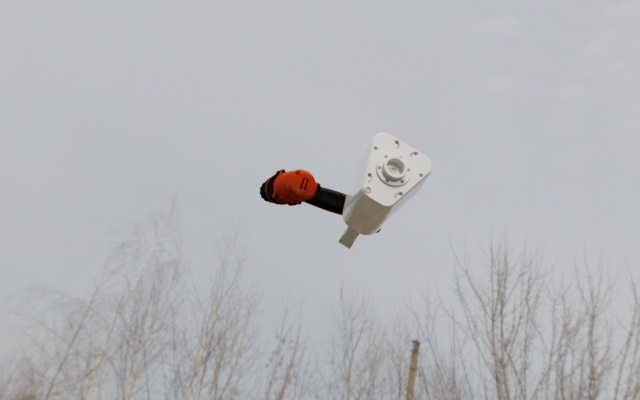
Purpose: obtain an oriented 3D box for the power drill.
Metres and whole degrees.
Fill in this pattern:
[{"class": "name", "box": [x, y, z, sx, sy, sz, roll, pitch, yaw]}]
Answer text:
[{"class": "power drill", "box": [0.001, 0.003, 0.793, 0.188, 0.057, 0.184, 18, -7, -21]}]
